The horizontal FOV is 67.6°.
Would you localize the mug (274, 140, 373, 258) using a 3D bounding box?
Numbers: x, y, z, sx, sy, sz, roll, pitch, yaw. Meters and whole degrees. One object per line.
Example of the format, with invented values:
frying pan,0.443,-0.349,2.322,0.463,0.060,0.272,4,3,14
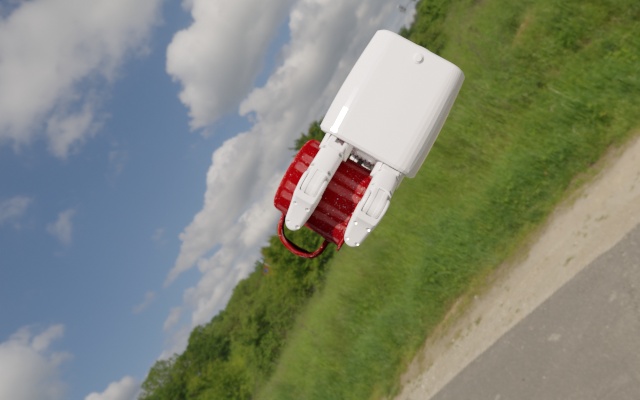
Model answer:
mug,-0.001,0.003,0.485,0.081,0.117,0.093,30,3,4
